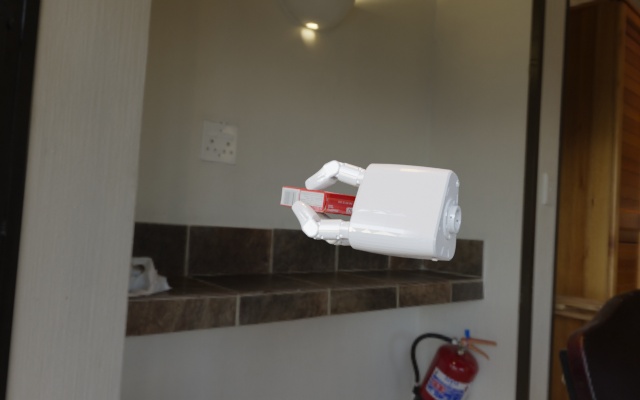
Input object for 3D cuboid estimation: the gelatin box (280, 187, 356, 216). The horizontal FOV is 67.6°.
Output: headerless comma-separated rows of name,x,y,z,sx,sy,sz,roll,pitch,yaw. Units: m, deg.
gelatin box,0.000,0.002,0.669,0.089,0.030,0.073,8,0,44
